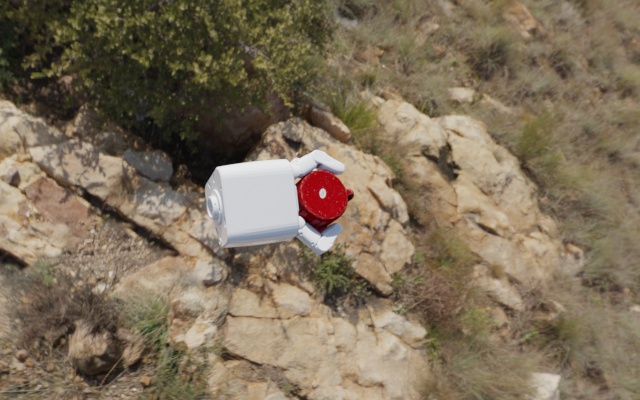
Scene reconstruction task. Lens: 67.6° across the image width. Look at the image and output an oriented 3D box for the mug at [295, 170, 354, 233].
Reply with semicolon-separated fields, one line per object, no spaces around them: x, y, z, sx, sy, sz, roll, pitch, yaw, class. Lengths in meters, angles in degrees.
0.001;0.002;0.740;0.117;0.093;0.081;-8;-15;-28;mug
